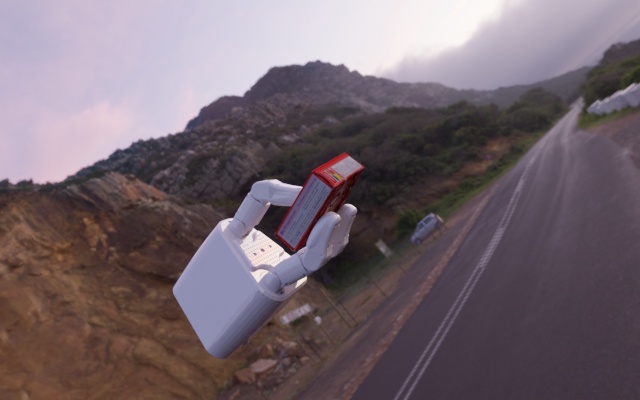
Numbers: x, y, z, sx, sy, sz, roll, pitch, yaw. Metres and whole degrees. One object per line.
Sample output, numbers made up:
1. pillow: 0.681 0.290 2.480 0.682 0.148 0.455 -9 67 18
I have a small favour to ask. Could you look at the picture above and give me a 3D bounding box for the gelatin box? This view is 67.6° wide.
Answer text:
1. gelatin box: 0.000 0.001 0.480 0.030 0.089 0.073 38 32 12
